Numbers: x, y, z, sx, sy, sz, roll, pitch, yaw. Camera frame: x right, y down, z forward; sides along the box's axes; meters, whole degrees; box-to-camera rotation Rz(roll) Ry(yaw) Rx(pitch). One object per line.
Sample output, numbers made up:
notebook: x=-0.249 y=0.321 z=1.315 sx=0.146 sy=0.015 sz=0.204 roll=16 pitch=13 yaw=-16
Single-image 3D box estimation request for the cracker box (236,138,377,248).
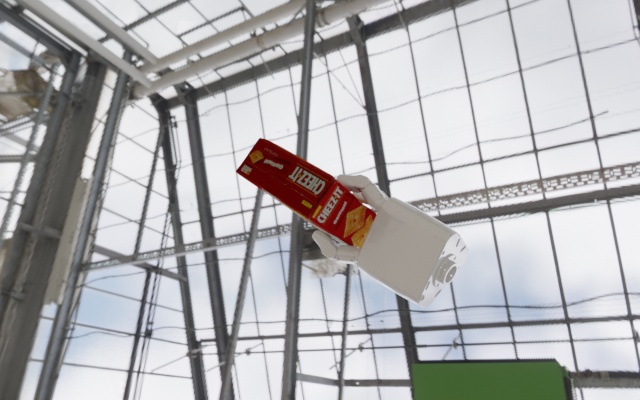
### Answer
cracker box: x=0.000 y=0.003 z=0.728 sx=0.164 sy=0.072 sz=0.214 roll=30 pitch=-4 yaw=37
